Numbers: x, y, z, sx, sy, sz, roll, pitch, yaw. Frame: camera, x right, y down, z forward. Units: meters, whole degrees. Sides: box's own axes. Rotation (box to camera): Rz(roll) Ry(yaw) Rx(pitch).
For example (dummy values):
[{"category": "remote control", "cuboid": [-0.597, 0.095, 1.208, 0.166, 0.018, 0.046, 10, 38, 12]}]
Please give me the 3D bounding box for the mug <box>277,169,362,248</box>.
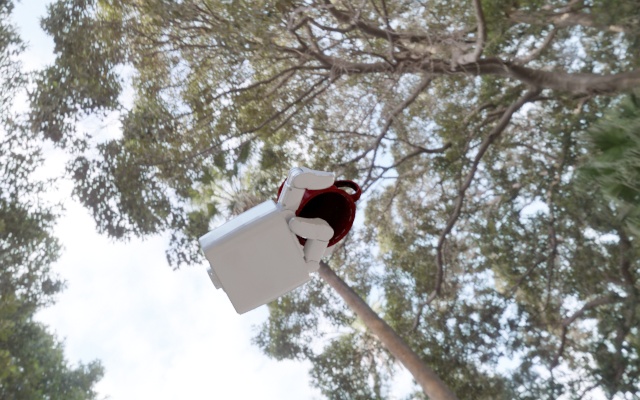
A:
[{"category": "mug", "cuboid": [0.001, 0.001, 0.662, 0.117, 0.093, 0.081, -27, 36, -12]}]
